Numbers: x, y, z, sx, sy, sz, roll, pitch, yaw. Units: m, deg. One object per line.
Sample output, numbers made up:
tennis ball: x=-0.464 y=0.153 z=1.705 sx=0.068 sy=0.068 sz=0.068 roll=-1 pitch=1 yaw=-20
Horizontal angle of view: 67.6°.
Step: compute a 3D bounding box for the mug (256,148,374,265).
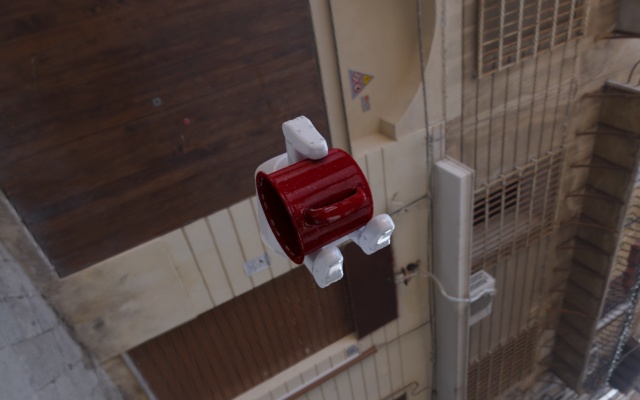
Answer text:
mug: x=0.001 y=0.001 z=0.437 sx=0.081 sy=0.093 sz=0.117 roll=-24 pitch=10 yaw=-19
